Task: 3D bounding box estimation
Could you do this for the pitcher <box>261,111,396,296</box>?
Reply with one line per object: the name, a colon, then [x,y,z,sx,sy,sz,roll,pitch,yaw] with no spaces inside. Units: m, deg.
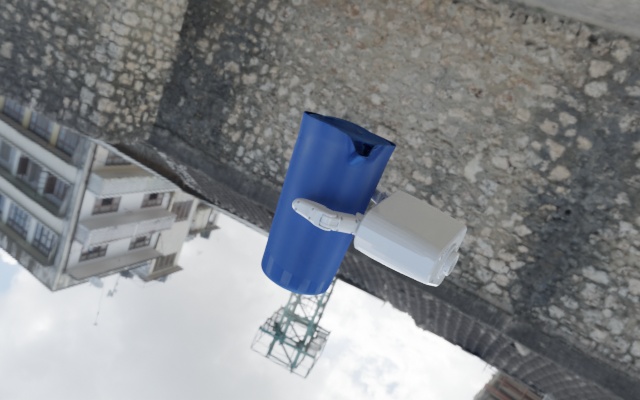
pitcher: [0.000,0.002,0.683,0.145,0.243,0.149,28,16,25]
